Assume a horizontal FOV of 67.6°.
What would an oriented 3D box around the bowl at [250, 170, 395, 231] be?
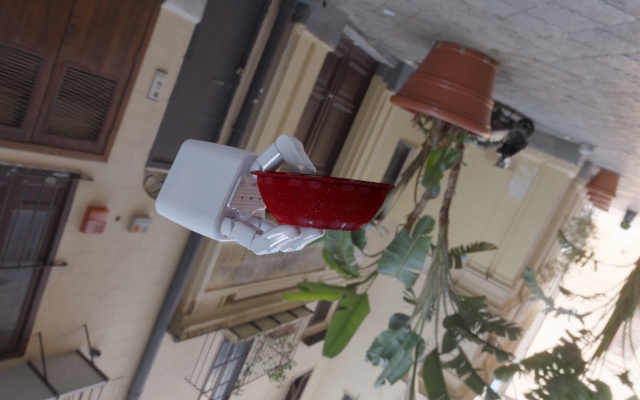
[{"bbox_3d":[0.001,0.002,0.534,0.162,0.055,0.162,6,0,0],"label":"bowl"}]
